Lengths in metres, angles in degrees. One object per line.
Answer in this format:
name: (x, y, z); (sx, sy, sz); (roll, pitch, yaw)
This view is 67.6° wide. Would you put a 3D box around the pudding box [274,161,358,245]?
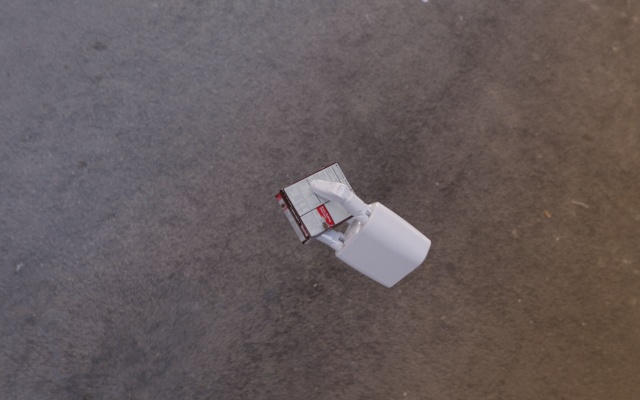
pudding box: (0.000, 0.002, 0.740); (0.113, 0.090, 0.039); (-27, -7, -30)
